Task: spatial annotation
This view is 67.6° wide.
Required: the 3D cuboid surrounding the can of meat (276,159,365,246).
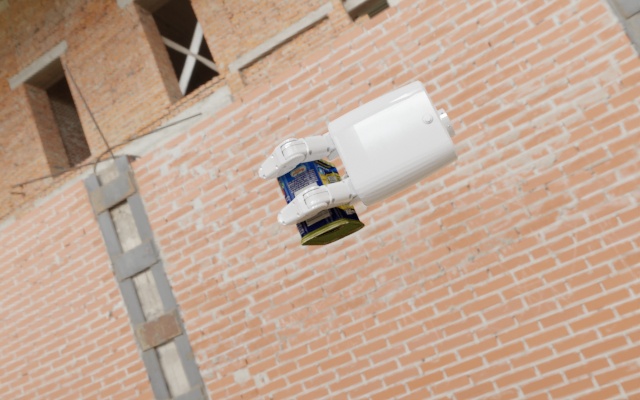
[{"bbox_3d":[0.000,0.002,0.542,0.057,0.084,0.102,-27,-13,16],"label":"can of meat"}]
